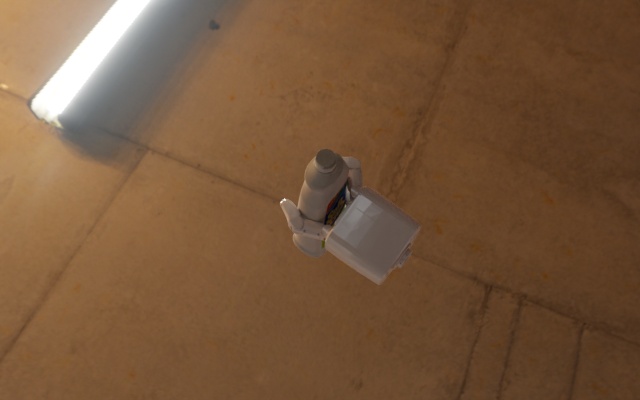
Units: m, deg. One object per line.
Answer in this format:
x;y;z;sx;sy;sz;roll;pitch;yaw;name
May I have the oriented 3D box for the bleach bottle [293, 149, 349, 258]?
0.000;0.002;0.771;0.068;0.102;0.251;35;-22;16;bleach bottle
